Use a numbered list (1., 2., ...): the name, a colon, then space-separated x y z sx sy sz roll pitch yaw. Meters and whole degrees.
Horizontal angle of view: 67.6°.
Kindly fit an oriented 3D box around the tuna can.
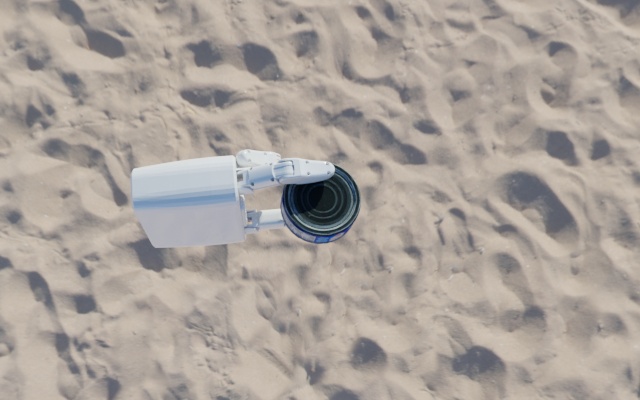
1. tuna can: 0.000 0.001 0.517 0.086 0.086 0.034 0 -19 -8
